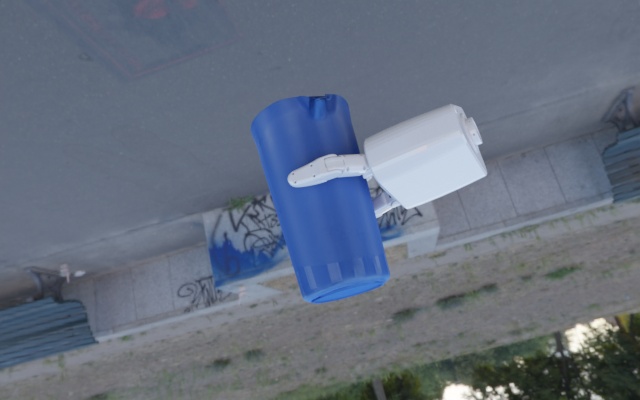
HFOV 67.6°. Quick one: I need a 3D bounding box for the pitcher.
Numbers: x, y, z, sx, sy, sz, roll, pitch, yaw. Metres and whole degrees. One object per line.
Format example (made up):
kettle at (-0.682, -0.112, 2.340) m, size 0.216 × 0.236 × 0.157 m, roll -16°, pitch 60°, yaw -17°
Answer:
pitcher at (0.000, 0.002, 0.608) m, size 0.145 × 0.242 × 0.149 m, roll -23°, pitch -19°, yaw 23°
